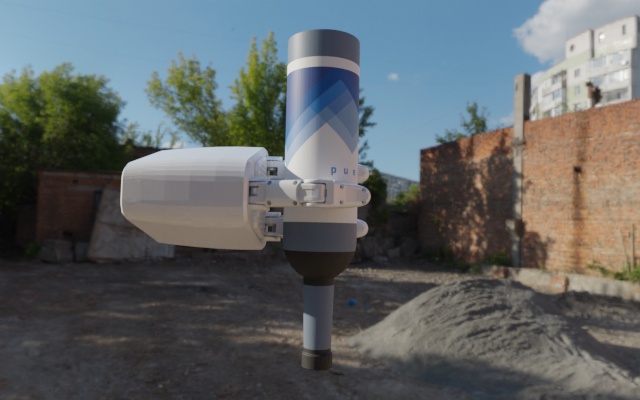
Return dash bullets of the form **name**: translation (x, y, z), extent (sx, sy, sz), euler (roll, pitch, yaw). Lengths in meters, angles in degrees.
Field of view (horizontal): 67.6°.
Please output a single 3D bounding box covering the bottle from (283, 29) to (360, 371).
- **bottle**: translation (0.000, 0.001, 0.434), extent (0.069, 0.295, 0.069), euler (1, -3, 0)
